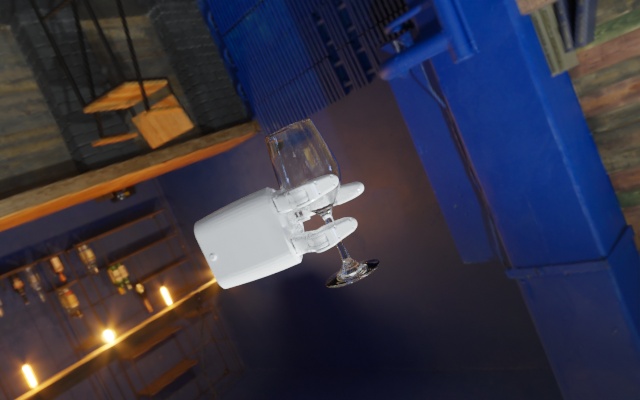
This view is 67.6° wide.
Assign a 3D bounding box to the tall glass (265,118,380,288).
[{"bbox_3d":[0.001,0.002,0.592,0.079,0.201,0.079,-24,6,2],"label":"tall glass"}]
